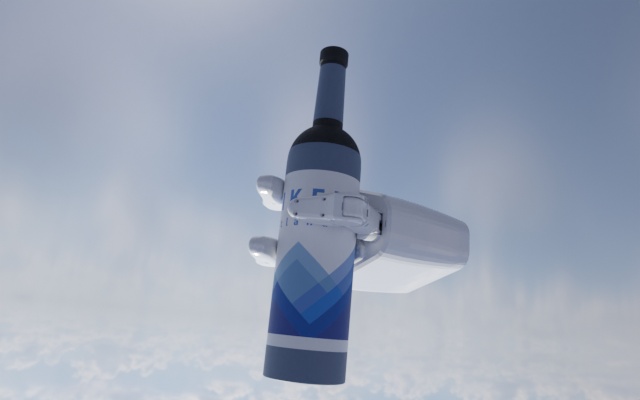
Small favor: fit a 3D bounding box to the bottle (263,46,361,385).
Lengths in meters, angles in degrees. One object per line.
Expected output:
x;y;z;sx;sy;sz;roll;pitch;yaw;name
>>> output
0.000;0.002;0.419;0.069;0.295;0.069;5;-14;1;bottle
